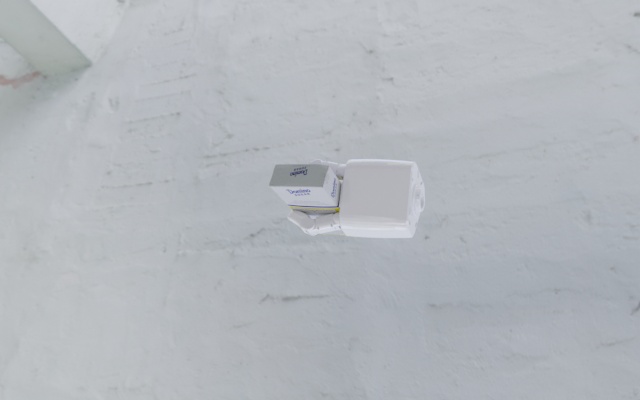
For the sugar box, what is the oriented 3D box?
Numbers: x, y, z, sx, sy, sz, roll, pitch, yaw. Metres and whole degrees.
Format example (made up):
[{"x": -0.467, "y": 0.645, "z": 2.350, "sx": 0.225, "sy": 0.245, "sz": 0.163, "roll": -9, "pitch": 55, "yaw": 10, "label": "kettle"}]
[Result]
[{"x": 0.000, "y": 0.002, "z": 0.770, "sx": 0.093, "sy": 0.048, "sz": 0.176, "roll": 2, "pitch": -29, "yaw": 26, "label": "sugar box"}]
